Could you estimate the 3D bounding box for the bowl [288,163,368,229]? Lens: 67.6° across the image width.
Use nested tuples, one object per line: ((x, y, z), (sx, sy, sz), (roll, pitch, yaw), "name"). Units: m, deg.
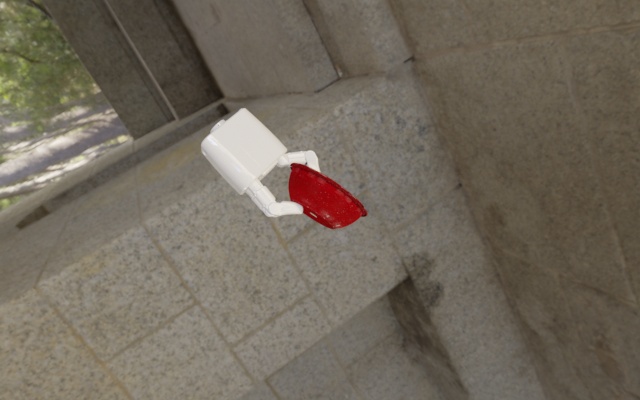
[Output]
((0.001, 0.004, 0.833), (0.162, 0.055, 0.162), (32, -10, 7), "bowl")
